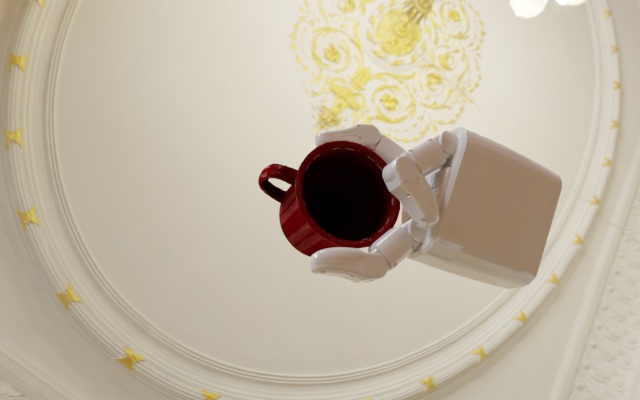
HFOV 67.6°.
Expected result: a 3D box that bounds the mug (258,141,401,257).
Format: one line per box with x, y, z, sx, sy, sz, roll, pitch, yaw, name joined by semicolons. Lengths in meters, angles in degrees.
-0.001;0.001;0.422;0.117;0.093;0.081;21;-23;-13;mug
